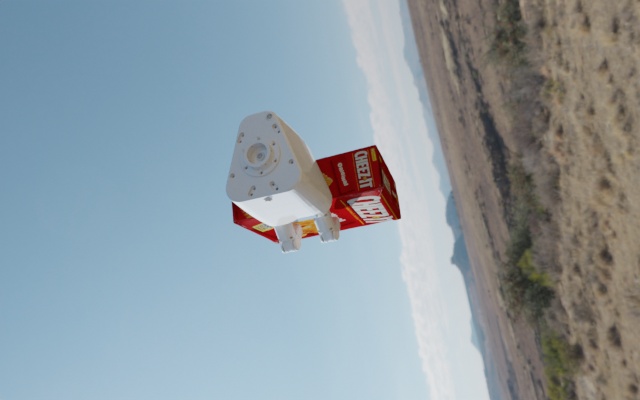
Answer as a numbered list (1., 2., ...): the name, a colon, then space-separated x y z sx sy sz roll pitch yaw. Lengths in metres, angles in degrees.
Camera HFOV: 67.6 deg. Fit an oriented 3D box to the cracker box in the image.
1. cracker box: 0.000 0.002 0.707 0.214 0.072 0.164 -12 -19 15
